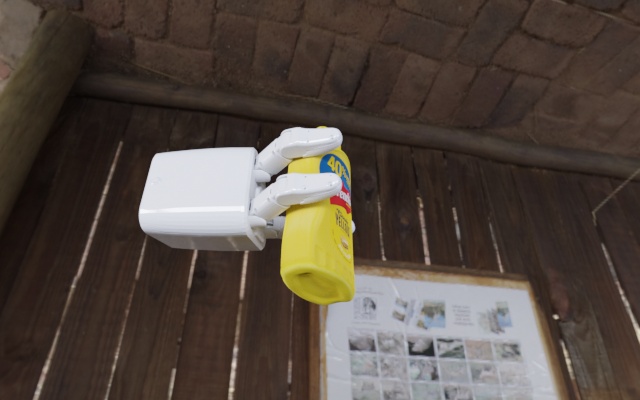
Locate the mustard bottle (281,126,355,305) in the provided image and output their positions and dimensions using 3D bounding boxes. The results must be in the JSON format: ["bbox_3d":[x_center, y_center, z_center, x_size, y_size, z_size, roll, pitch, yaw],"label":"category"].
[{"bbox_3d":[0.000,0.002,0.487,0.058,0.191,0.096,-15,-37,23],"label":"mustard bottle"}]
